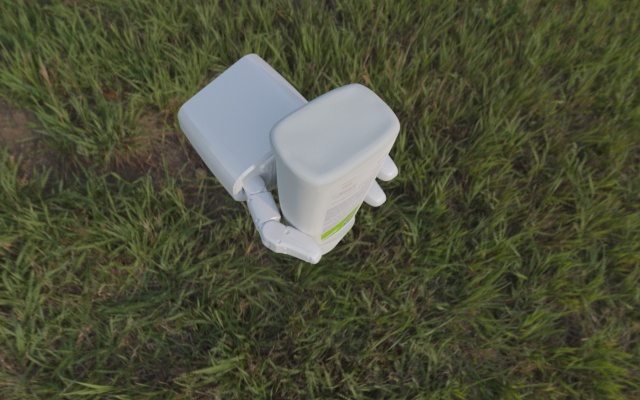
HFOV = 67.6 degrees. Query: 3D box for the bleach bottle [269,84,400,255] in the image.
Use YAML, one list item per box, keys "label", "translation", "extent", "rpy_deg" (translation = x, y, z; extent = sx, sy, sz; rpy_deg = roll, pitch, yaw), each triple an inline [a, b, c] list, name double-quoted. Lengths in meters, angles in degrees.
- label: "bleach bottle"
  translation: [0.000, 0.001, 0.466]
  extent: [0.102, 0.068, 0.251]
  rpy_deg: [-34, -18, -21]
